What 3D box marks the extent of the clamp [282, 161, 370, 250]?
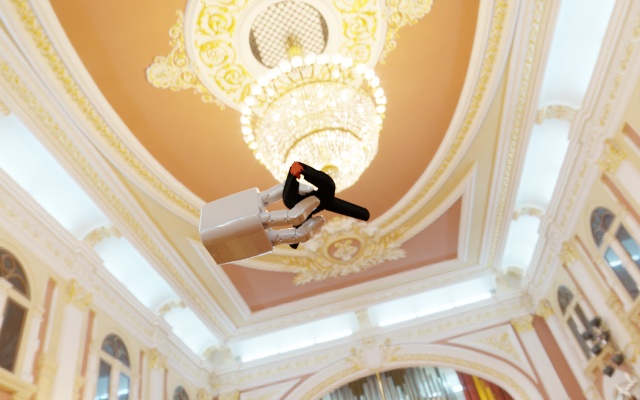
[{"bbox_3d":[0.000,0.002,0.844,0.164,0.036,0.210,-18,-40,-1],"label":"clamp"}]
